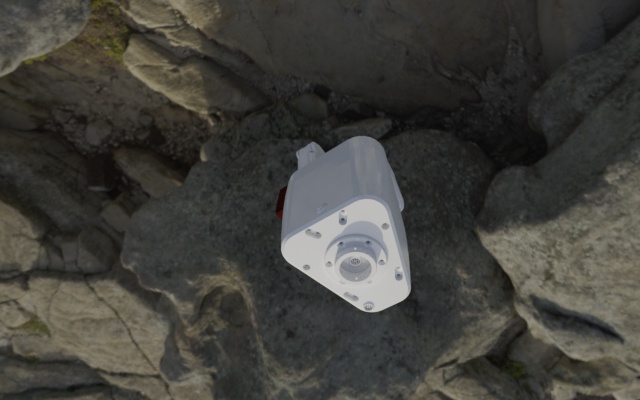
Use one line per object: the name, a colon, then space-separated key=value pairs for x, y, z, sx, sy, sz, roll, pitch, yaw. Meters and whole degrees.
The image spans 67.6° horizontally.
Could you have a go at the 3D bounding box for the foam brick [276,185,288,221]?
foam brick: x=0.000 y=0.002 z=0.496 sx=0.078 sy=0.053 sz=0.051 roll=-30 pitch=25 yaw=18
